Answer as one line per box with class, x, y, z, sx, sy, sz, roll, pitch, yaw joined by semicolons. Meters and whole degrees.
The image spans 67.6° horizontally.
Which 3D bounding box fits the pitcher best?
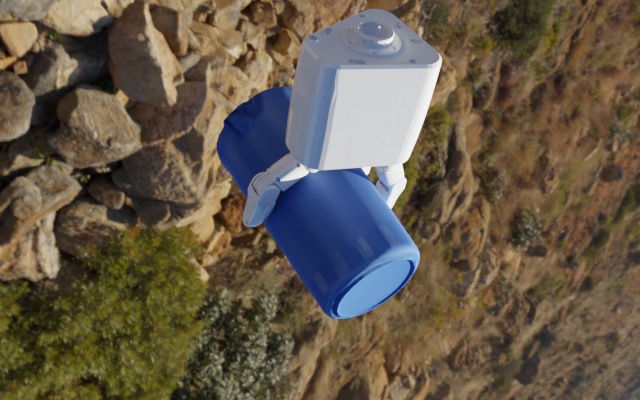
pitcher;0.000;0.002;0.519;0.149;0.242;0.145;-17;-36;-26
